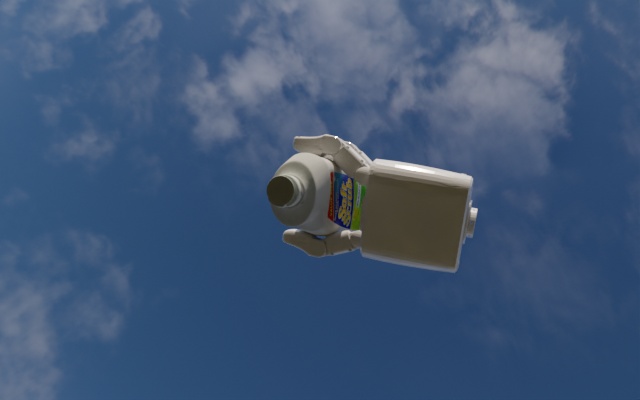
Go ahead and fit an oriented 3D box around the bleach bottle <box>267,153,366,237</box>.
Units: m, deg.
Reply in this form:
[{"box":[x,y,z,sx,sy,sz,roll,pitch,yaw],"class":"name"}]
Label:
[{"box":[0.000,0.002,0.558,0.068,0.102,0.251,11,3,18],"class":"bleach bottle"}]
